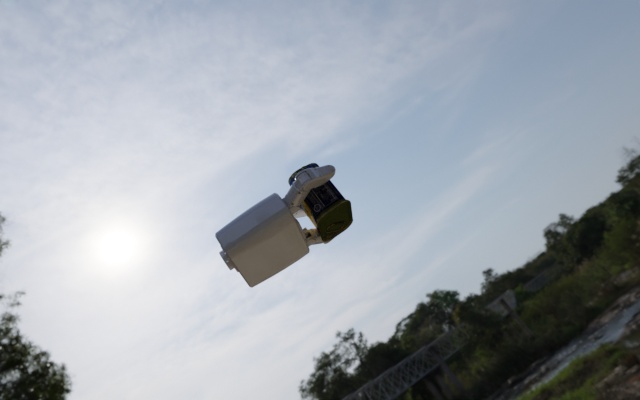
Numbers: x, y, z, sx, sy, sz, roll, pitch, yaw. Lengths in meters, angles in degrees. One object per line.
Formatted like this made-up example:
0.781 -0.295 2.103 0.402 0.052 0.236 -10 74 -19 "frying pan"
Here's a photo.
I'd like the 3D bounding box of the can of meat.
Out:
0.000 0.002 0.711 0.057 0.084 0.102 -34 -24 -8 "can of meat"
